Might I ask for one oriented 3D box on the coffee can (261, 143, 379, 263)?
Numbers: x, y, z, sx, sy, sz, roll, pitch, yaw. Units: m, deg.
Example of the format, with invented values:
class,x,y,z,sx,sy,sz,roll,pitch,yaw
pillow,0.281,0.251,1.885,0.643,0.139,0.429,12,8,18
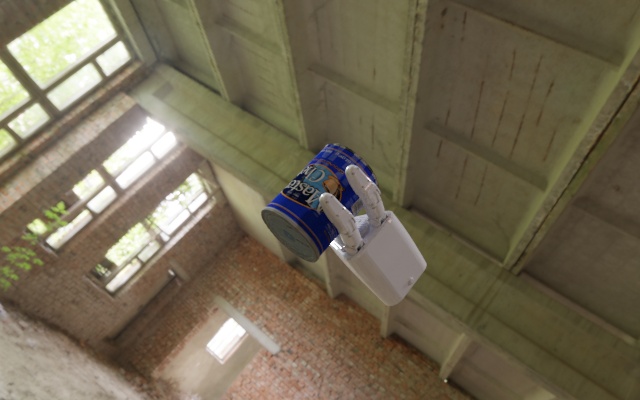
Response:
class,x,y,z,sx,sy,sz,roll,pitch,yaw
coffee can,0.000,0.002,0.678,0.140,0.103,0.103,-47,21,-21
